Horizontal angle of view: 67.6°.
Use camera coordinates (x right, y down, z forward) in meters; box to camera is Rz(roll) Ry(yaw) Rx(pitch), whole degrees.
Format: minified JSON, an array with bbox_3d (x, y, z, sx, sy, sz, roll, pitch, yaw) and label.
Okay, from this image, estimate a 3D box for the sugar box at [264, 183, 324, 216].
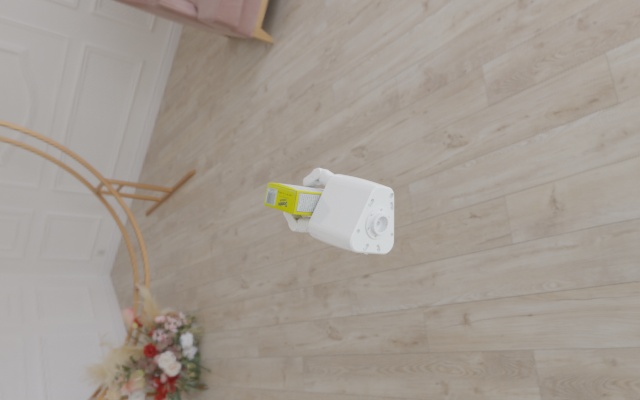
[{"bbox_3d":[0.000,0.003,0.837,0.176,0.048,0.093,9,5,-38],"label":"sugar box"}]
